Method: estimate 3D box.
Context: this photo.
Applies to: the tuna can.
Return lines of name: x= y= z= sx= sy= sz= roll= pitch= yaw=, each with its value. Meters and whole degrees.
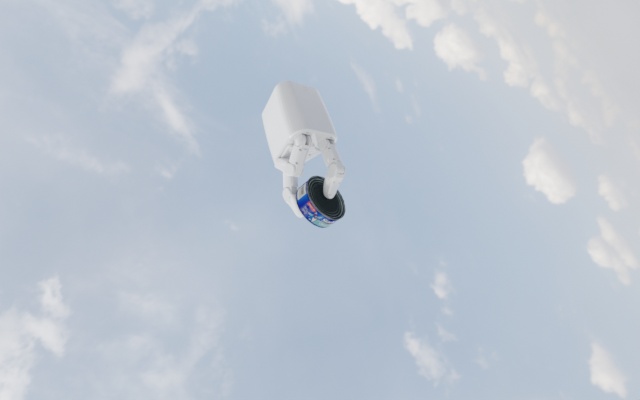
tuna can: x=0.000 y=0.003 z=0.807 sx=0.034 sy=0.086 sz=0.086 roll=-38 pitch=-24 yaw=34
